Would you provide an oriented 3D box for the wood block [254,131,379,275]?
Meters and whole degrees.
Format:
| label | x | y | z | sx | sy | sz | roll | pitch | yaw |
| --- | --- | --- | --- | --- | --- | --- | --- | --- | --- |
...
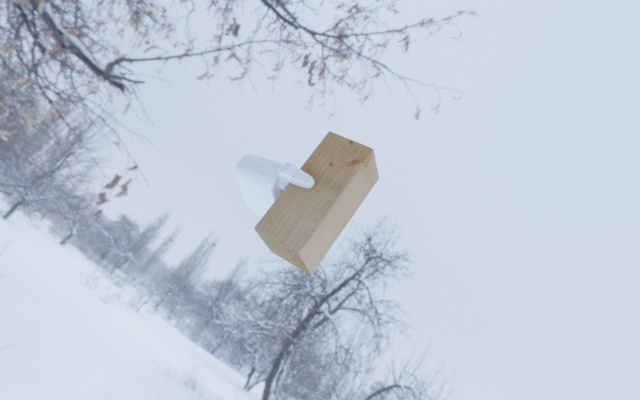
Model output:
| label | x | y | z | sx | sy | sz | roll | pitch | yaw |
| --- | --- | --- | --- | --- | --- | --- | --- | --- | --- |
| wood block | 0.000 | 0.002 | 0.771 | 0.090 | 0.206 | 0.091 | 27 | -20 | 27 |
